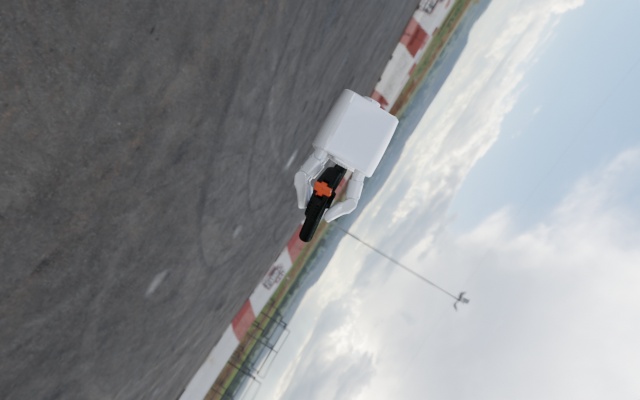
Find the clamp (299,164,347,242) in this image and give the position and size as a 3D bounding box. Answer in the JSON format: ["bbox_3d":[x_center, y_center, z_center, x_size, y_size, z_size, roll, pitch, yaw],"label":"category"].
[{"bbox_3d":[0.001,0.003,0.808,0.036,0.164,0.210,26,2,3],"label":"clamp"}]
